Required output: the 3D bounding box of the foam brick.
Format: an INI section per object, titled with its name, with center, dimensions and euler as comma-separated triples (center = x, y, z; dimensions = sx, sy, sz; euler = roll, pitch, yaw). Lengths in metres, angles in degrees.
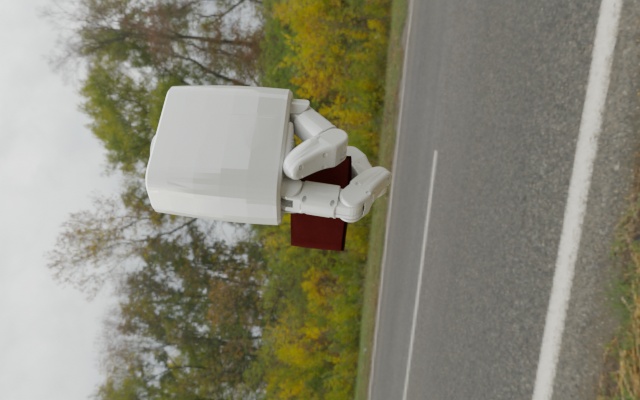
[foam brick]
center = 0.000, 0.002, 0.440
dimensions = 0.051, 0.053, 0.078
euler = 4, -44, 0
